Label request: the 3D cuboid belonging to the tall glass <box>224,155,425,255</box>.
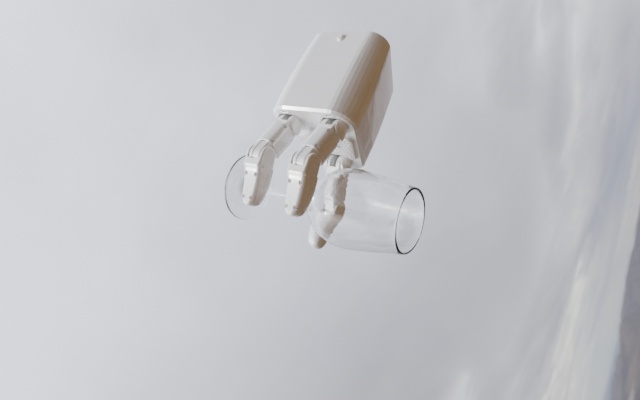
[{"bbox_3d":[-0.001,0.002,0.481,0.201,0.079,0.079,12,7,34],"label":"tall glass"}]
